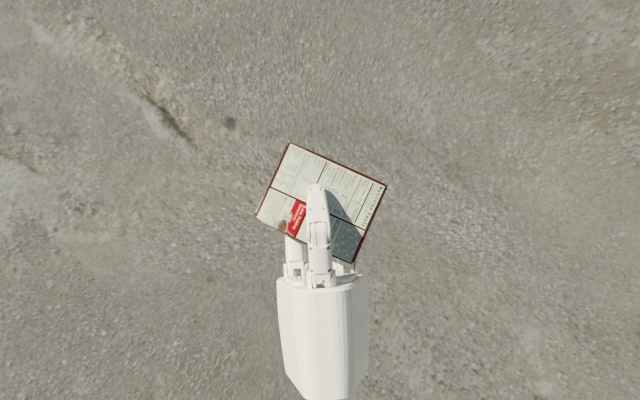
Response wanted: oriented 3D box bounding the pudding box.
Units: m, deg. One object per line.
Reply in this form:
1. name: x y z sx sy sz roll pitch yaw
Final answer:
1. pudding box: 0.000 0.002 0.490 0.113 0.090 0.039 25 0 -1
